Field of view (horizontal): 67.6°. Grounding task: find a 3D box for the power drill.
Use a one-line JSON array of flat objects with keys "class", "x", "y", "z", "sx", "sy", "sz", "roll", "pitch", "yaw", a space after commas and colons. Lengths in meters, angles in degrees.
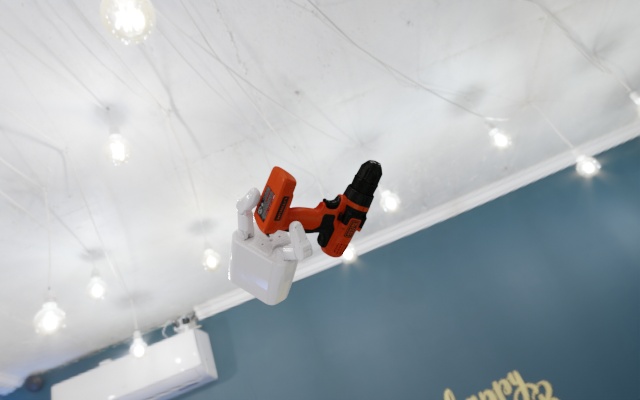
[{"class": "power drill", "x": 0.000, "y": 0.003, "z": 0.775, "sx": 0.188, "sy": 0.184, "sz": 0.057, "roll": 14, "pitch": 19, "yaw": -33}]
